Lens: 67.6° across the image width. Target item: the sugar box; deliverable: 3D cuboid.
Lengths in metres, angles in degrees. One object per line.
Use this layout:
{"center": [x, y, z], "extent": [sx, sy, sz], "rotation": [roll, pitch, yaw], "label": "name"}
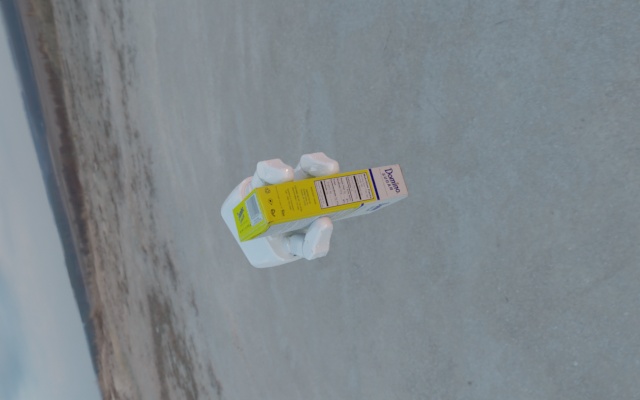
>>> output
{"center": [0.000, 0.001, 0.535], "extent": [0.176, 0.048, 0.093], "rotation": [-14, -8, -29], "label": "sugar box"}
